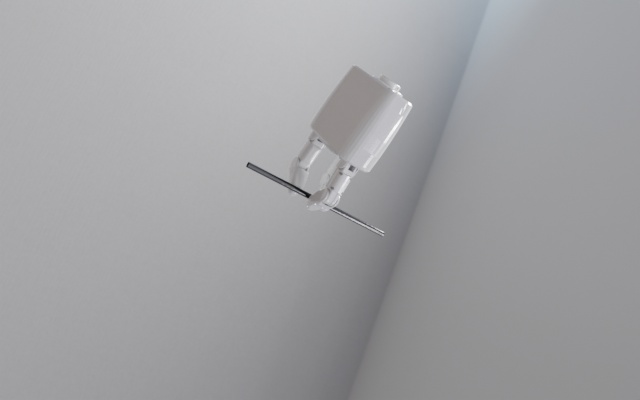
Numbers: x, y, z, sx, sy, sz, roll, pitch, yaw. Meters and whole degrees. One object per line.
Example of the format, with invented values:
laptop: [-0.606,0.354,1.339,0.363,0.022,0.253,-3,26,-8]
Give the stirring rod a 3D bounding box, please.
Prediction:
stirring rod: [0.000,0.002,0.681,0.239,0.011,0.011,27,-13,-26]
